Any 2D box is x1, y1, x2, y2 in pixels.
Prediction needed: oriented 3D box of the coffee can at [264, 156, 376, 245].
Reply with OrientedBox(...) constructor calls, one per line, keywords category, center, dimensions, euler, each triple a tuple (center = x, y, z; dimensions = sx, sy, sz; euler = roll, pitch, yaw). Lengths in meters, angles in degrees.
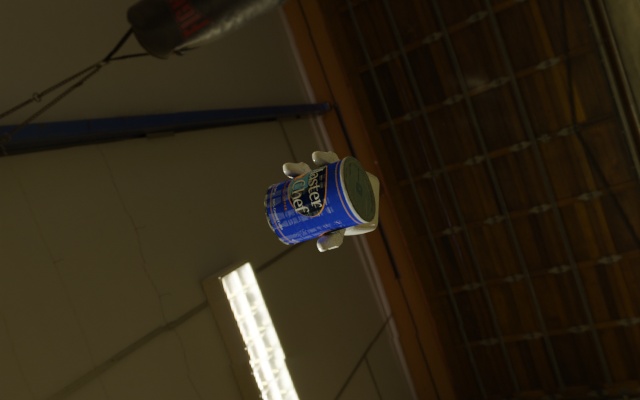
OrientedBox(category="coffee can", center=(0.000, 0.002, 0.738), dimensions=(0.140, 0.103, 0.103), euler=(-18, -8, 26))
